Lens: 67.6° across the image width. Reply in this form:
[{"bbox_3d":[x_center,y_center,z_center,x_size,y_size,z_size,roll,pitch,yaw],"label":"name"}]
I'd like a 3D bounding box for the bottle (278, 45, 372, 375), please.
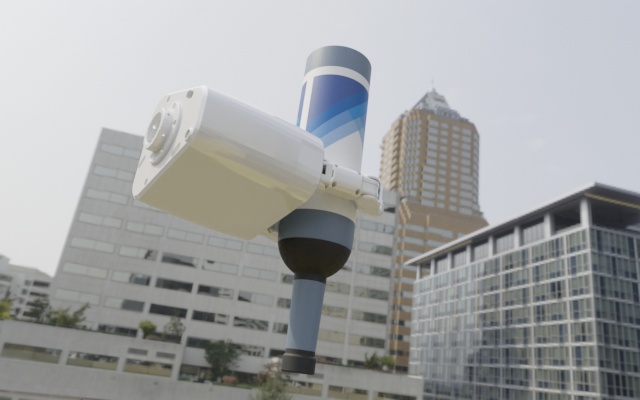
[{"bbox_3d":[0.000,0.001,0.433,0.069,0.295,0.069,7,-20,2],"label":"bottle"}]
